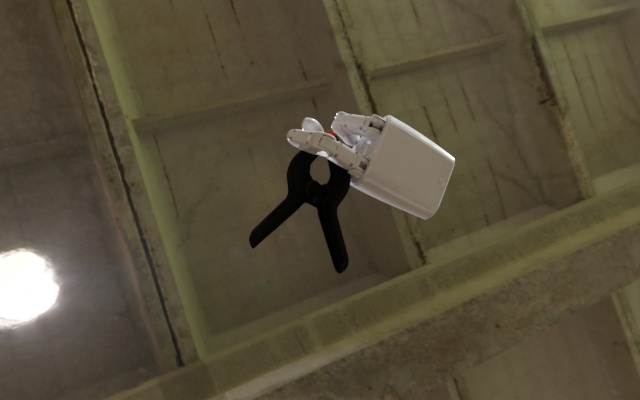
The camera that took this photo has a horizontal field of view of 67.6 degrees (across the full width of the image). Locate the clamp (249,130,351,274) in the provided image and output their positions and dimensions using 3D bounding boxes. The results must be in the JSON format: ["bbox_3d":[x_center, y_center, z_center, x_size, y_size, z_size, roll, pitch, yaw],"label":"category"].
[{"bbox_3d":[0.000,0.002,0.579,0.120,0.171,0.039,28,-15,-14],"label":"clamp"}]
